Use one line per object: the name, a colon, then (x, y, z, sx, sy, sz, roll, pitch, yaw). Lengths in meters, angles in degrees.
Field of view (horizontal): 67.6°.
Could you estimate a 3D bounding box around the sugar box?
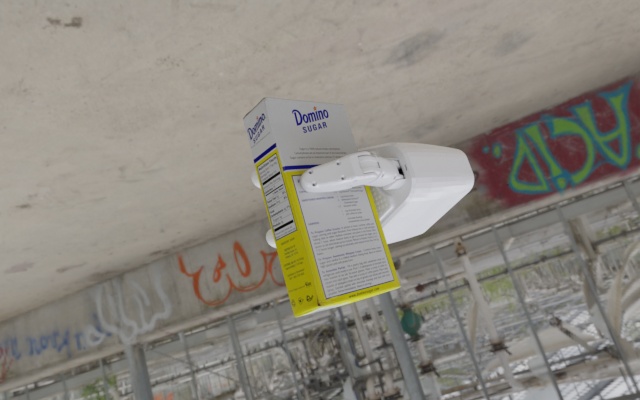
sugar box: (0.000, 0.002, 0.411, 0.093, 0.176, 0.048, -4, -19, -41)
